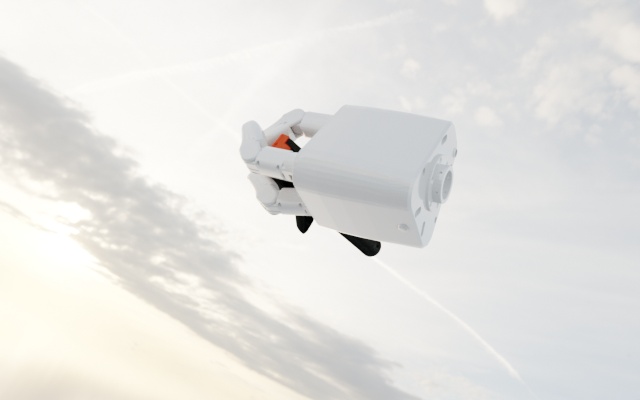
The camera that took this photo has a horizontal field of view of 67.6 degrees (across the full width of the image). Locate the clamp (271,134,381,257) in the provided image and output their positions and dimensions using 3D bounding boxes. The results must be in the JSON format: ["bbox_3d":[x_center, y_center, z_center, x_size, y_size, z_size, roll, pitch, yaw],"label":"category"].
[{"bbox_3d":[0.000,0.001,0.511,0.120,0.039,0.172,14,-27,29],"label":"clamp"}]
